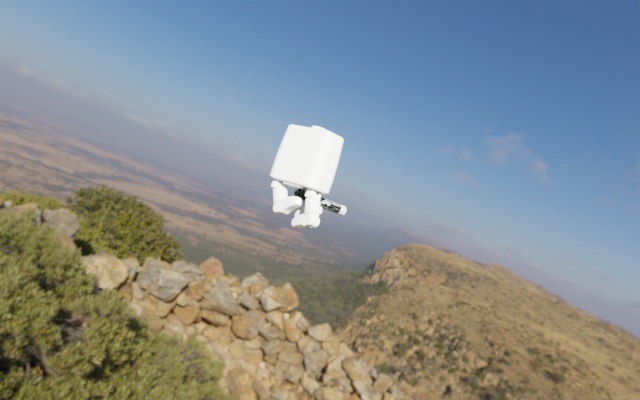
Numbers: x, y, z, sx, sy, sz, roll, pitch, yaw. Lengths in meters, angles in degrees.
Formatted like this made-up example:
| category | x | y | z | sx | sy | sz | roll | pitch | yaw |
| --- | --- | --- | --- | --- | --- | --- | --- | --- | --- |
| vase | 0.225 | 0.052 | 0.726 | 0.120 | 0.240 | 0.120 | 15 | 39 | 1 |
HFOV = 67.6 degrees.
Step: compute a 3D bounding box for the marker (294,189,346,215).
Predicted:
| category | x | y | z | sx | sy | sz | roll | pitch | yaw |
| --- | --- | --- | --- | --- | --- | --- | --- | --- | --- |
| marker | 0.000 | 0.003 | 0.873 | 0.121 | 0.020 | 0.020 | 21 | -14 | -40 |
